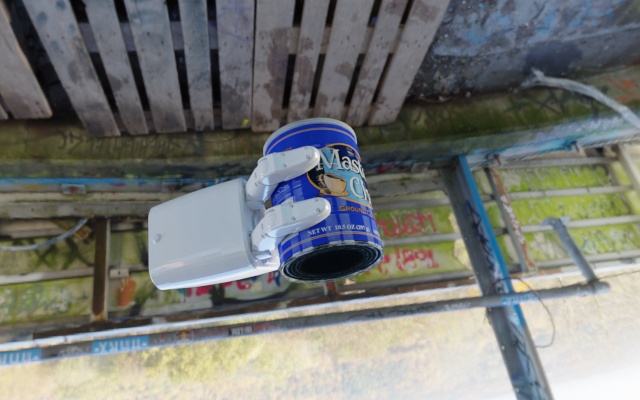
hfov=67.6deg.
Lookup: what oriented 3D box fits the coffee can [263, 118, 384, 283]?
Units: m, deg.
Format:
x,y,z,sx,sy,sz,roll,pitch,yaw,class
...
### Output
x,y,z,sx,sy,sz,roll,pitch,yaw,class
0.000,0.001,0.492,0.103,0.140,0.103,-9,-27,-4,coffee can
